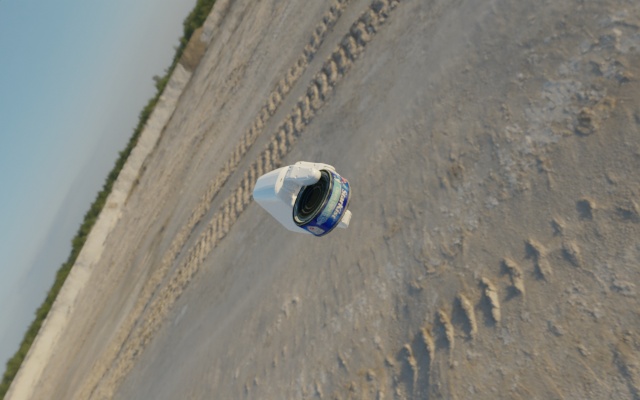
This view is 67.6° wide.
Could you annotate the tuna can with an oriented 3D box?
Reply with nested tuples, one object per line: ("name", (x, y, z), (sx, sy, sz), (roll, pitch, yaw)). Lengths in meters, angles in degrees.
("tuna can", (0.000, 0.002, 0.627), (0.034, 0.086, 0.086), (29, -14, -27))
